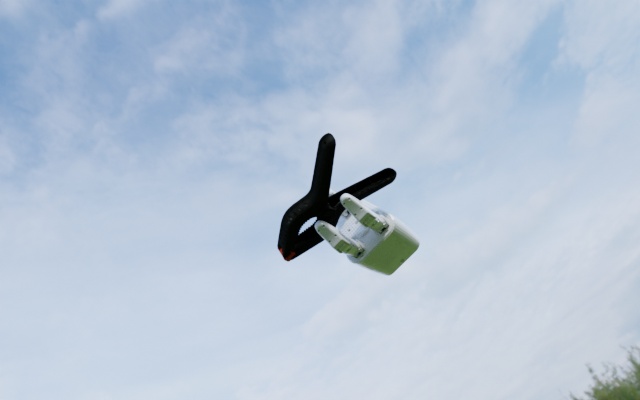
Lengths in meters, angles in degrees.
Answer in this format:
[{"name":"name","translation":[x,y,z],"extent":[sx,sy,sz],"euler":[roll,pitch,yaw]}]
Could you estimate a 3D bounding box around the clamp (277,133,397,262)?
[{"name":"clamp","translation":[0.000,0.002,0.696],"extent":[0.165,0.210,0.036],"euler":[32,17,-47]}]
